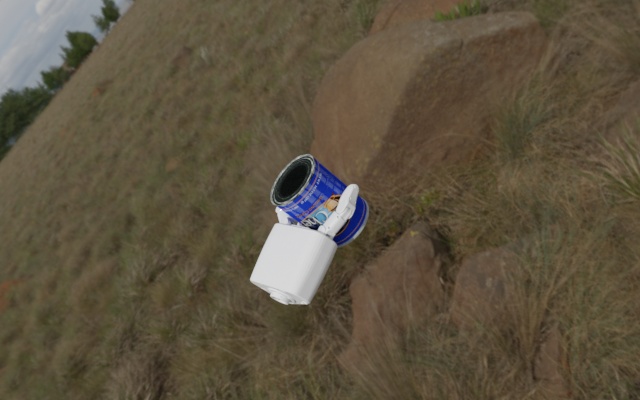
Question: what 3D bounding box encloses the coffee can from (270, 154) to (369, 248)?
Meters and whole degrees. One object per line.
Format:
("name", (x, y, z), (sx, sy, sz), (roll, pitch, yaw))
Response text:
("coffee can", (0.000, 0.003, 0.816), (0.140, 0.102, 0.103), (38, -22, -31))
